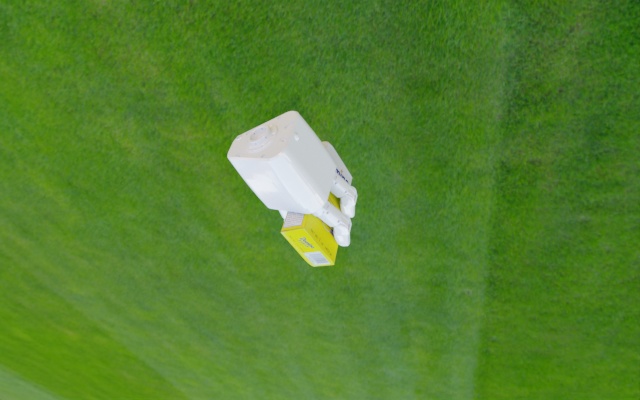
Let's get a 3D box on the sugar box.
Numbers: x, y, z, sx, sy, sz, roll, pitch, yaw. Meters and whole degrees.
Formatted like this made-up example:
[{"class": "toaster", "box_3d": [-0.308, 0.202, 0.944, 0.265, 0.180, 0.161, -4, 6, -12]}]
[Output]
[{"class": "sugar box", "box_3d": [0.001, 0.002, 0.725, 0.048, 0.176, 0.093, -9, -43, 30]}]
